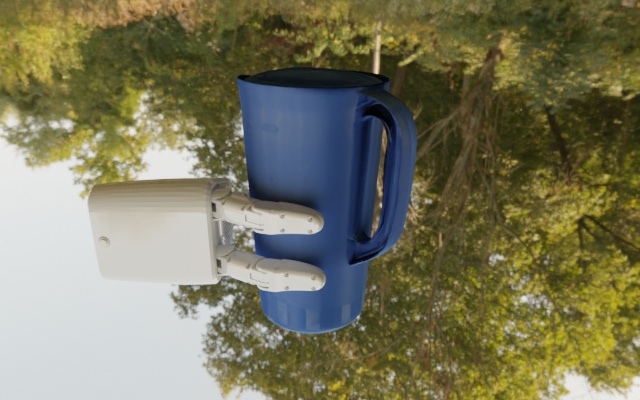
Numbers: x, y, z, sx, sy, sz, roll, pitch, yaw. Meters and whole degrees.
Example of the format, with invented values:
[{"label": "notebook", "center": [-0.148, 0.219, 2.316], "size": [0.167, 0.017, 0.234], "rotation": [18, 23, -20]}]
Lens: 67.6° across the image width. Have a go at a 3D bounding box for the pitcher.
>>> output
[{"label": "pitcher", "center": [0.000, 0.001, 0.449], "size": [0.145, 0.243, 0.149], "rotation": [0, 21, -1]}]
